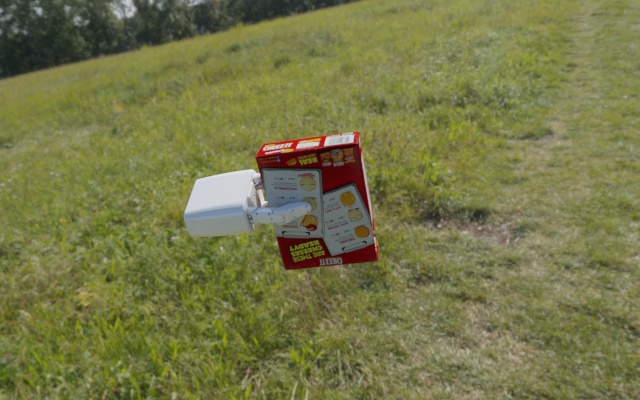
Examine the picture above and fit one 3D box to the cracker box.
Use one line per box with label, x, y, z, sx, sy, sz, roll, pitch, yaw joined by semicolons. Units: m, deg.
cracker box;0.000;0.003;0.790;0.164;0.214;0.072;-7;26;11
